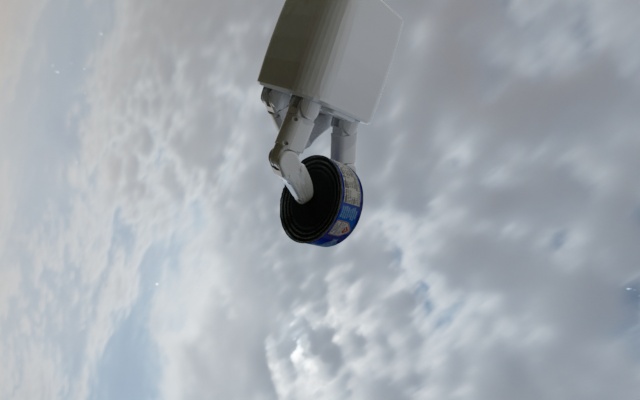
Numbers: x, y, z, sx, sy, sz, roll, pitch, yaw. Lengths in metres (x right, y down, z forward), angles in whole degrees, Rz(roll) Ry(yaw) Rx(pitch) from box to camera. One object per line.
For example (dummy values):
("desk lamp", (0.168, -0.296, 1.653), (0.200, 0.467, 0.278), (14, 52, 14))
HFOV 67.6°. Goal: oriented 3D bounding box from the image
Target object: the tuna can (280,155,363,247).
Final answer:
("tuna can", (0.000, 0.002, 0.462), (0.034, 0.086, 0.086), (16, -11, -42))
